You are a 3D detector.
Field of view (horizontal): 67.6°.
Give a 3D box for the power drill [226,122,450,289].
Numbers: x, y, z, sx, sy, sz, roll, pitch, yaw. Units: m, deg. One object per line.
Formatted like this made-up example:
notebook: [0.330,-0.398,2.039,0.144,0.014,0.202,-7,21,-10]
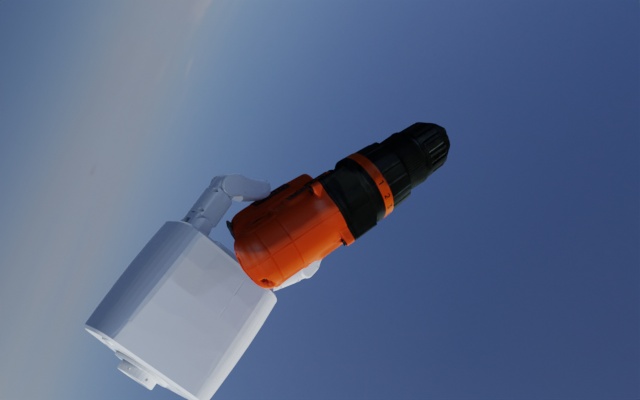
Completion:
power drill: [0.000,0.002,0.408,0.184,0.057,0.187,-32,5,-18]
